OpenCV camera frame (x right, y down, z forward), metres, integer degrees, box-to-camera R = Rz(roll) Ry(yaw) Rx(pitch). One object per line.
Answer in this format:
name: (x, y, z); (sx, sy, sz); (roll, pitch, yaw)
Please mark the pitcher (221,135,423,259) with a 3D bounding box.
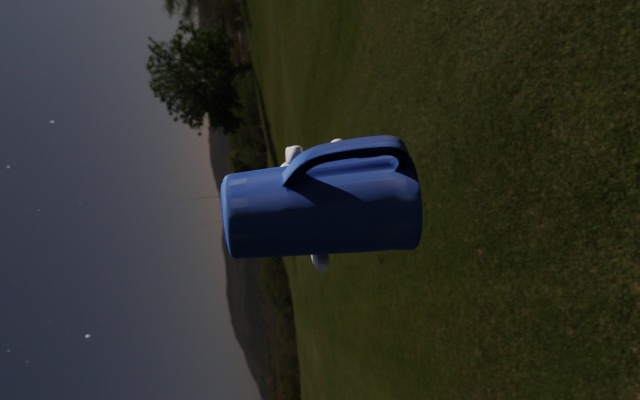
pitcher: (0.000, 0.002, 0.608); (0.243, 0.149, 0.145); (-6, 4, -6)
